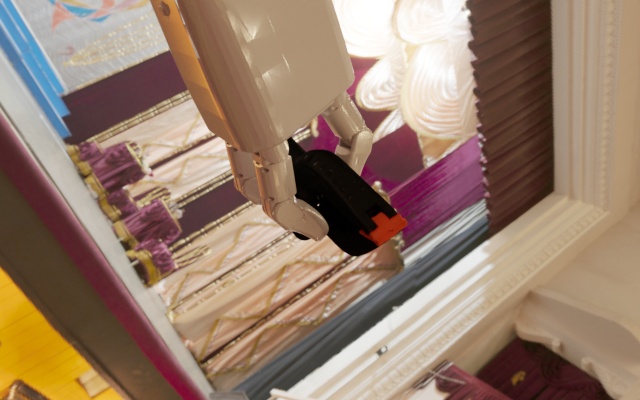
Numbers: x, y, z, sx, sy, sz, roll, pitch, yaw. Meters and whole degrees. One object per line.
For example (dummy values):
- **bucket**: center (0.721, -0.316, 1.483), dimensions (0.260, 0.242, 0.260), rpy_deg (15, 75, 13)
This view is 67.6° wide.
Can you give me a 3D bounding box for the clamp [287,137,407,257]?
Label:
- **clamp**: center (0.001, 0.001, 0.414), dimensions (0.036, 0.165, 0.210), rpy_deg (-35, 36, -17)
